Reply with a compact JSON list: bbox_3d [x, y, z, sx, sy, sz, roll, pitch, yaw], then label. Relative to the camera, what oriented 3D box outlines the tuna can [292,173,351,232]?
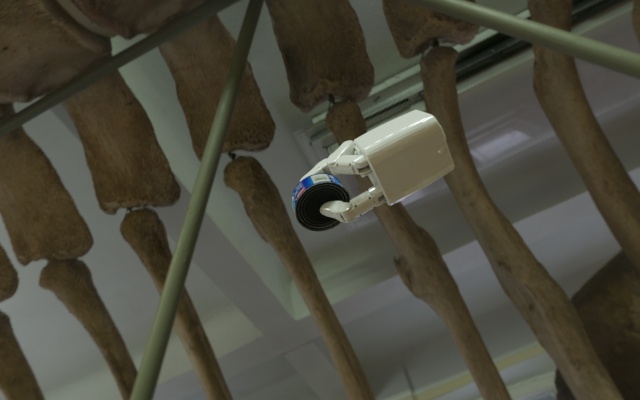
[{"bbox_3d":[0.000,0.002,0.720,0.086,0.086,0.033,0,31,-18],"label":"tuna can"}]
